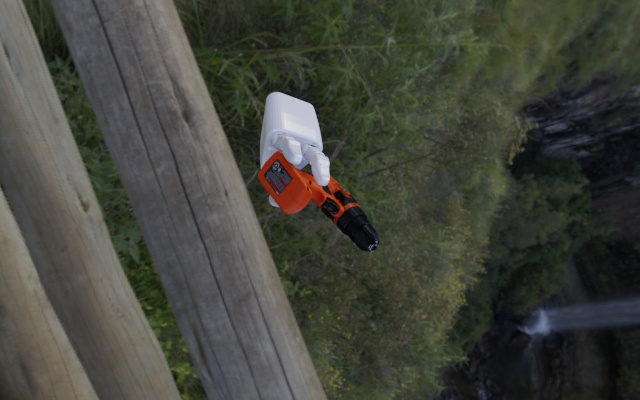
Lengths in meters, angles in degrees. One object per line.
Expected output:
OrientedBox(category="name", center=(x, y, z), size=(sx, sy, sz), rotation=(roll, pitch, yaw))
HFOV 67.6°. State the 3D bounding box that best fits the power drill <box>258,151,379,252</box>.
OrientedBox(category="power drill", center=(0.000, 0.002, 0.762), size=(0.188, 0.057, 0.184), rotation=(24, 20, -53))
